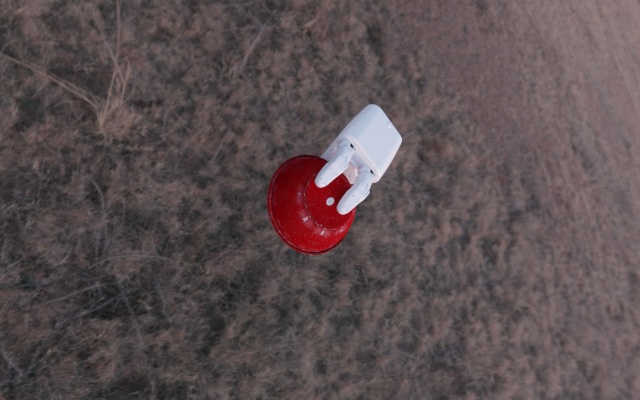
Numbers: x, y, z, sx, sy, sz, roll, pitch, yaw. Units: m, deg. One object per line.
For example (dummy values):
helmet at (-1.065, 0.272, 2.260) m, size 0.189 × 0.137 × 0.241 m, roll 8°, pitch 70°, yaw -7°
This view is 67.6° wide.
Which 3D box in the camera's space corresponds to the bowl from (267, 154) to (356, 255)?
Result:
bowl at (0.000, 0.003, 0.741) m, size 0.162 × 0.162 × 0.055 m, roll 0°, pitch -8°, yaw -33°
